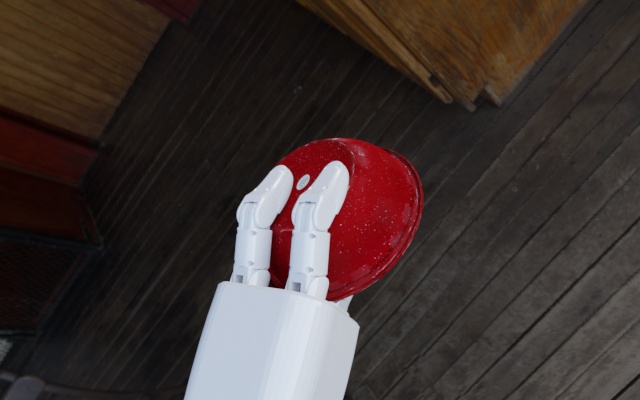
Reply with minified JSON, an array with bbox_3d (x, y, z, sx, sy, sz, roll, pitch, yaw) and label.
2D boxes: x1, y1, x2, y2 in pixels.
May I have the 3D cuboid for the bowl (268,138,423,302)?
[{"bbox_3d":[0.000,0.000,0.401,0.162,0.162,0.055,0,-35,37],"label":"bowl"}]
